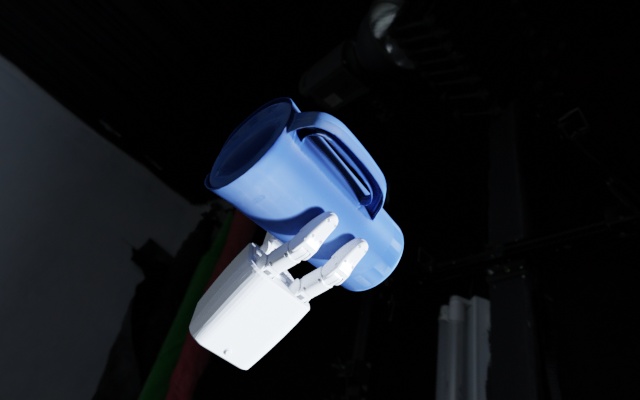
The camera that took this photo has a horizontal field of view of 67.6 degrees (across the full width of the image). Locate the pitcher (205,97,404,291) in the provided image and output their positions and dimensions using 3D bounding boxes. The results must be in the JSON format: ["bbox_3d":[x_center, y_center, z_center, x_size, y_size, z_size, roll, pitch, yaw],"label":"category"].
[{"bbox_3d":[0.000,0.002,0.568,0.243,0.145,0.149,43,-1,-29],"label":"pitcher"}]
